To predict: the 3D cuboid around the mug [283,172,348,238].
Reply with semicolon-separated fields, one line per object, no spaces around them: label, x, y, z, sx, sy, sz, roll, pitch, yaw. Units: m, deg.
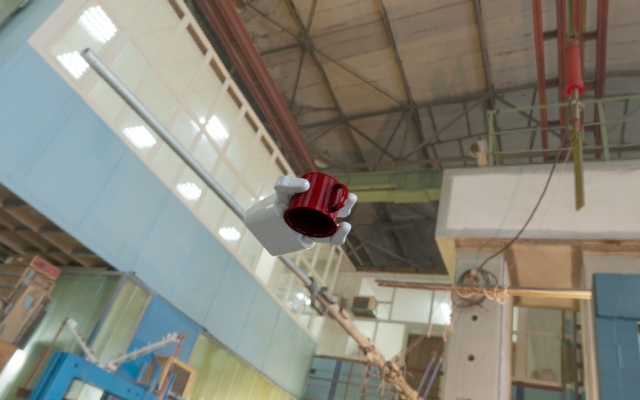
mug;0.001;0.002;0.812;0.117;0.081;0.093;-21;-49;42
